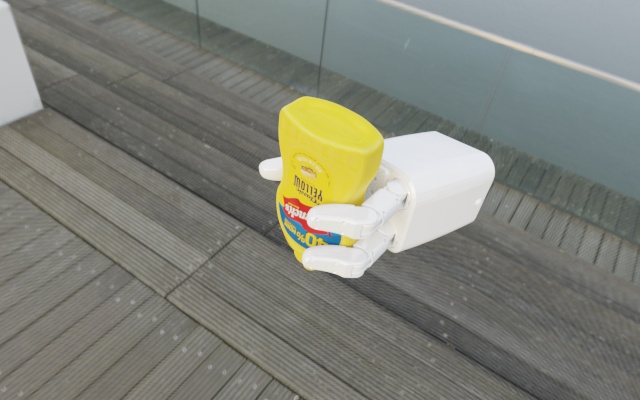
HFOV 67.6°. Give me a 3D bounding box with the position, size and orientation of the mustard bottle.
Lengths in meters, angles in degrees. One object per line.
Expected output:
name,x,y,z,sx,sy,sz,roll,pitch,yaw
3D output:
mustard bottle,0.000,0.001,0.467,0.096,0.192,0.058,31,48,22
